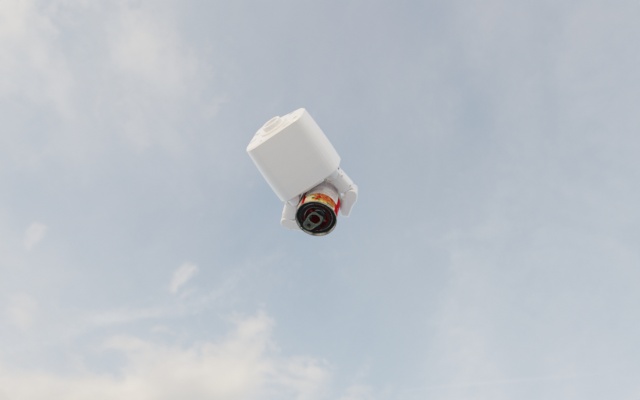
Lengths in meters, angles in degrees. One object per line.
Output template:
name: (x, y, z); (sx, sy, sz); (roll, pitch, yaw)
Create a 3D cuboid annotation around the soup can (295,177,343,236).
soup can: (0.001, 0.003, 0.800); (0.068, 0.068, 0.102); (0, 33, 10)
